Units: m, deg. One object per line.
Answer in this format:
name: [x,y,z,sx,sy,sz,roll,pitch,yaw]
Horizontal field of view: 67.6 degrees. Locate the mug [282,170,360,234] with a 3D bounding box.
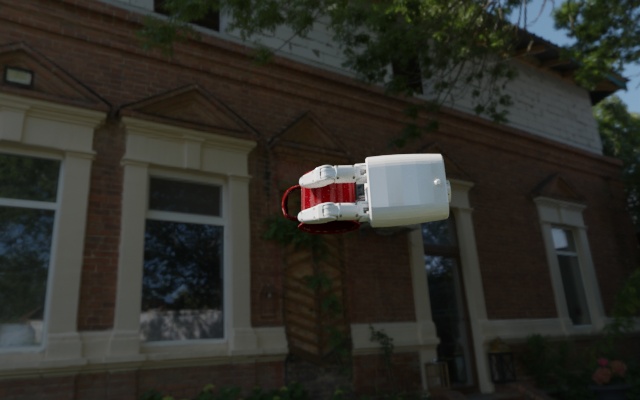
mug: [-0.001,0.002,0.726,0.117,0.081,0.093,-3,-17,4]
